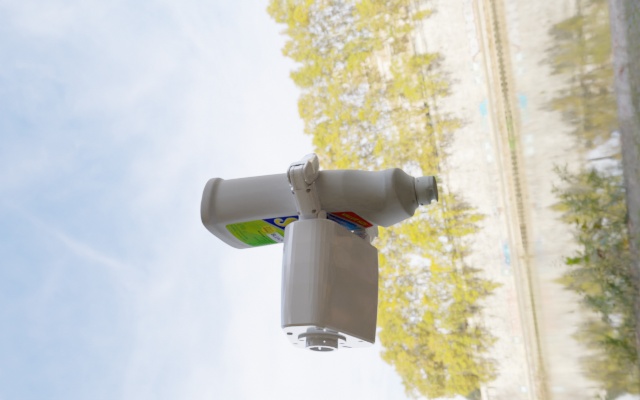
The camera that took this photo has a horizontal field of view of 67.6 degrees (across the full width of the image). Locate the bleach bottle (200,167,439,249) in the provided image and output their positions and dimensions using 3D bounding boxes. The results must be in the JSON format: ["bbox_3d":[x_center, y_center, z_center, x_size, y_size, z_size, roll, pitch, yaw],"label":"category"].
[{"bbox_3d":[0.000,0.002,0.530,0.251,0.068,0.103,-9,-30,20],"label":"bleach bottle"}]
